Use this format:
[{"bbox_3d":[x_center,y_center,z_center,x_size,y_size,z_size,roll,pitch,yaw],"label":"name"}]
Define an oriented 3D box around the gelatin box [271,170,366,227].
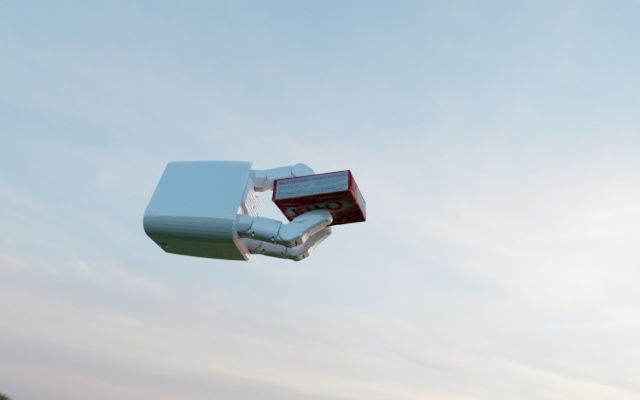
[{"bbox_3d":[0.000,0.001,0.530,0.089,0.030,0.073,-8,-31,16],"label":"gelatin box"}]
